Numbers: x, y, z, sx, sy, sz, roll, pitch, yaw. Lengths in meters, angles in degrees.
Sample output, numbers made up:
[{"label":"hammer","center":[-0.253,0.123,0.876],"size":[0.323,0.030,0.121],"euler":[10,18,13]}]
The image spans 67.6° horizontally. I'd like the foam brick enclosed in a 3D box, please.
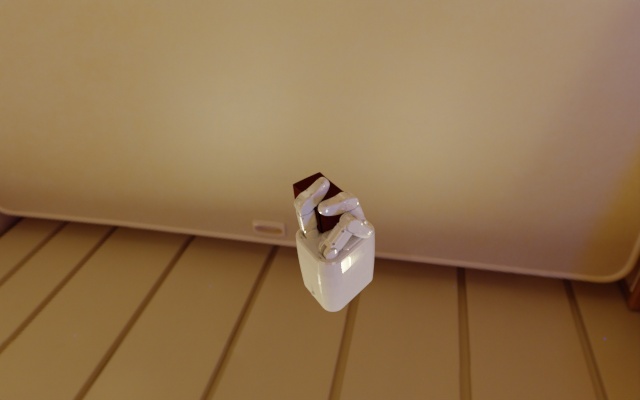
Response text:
[{"label":"foam brick","center":[0.000,0.002,0.728],"size":[0.053,0.051,0.078],"euler":[-24,40,-21]}]
